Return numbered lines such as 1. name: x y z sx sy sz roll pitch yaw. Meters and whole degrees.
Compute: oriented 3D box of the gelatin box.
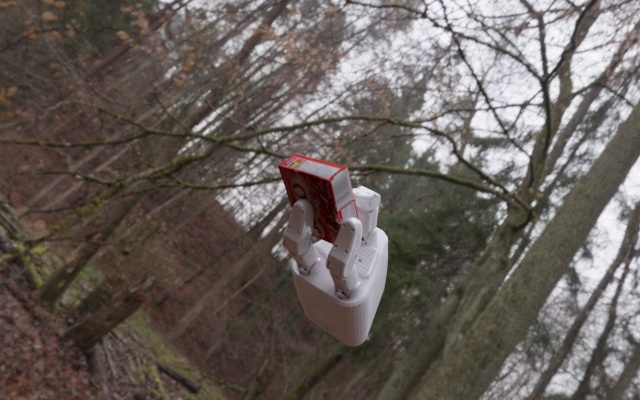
1. gelatin box: 0.000 0.001 0.492 0.073 0.089 0.030 19 46 40
